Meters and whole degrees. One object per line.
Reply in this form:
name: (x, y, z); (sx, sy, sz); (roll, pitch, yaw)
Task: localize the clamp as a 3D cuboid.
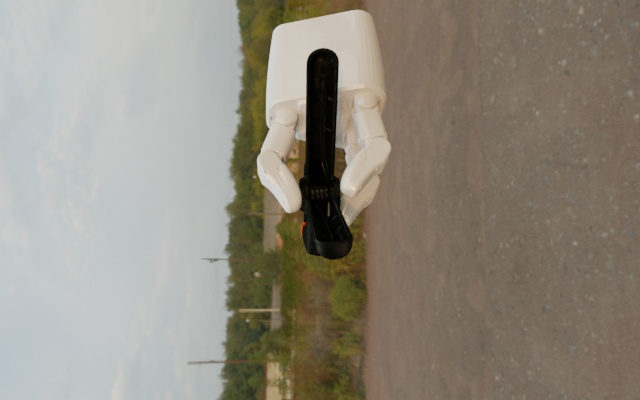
clamp: (-0.001, 0.001, 0.416); (0.036, 0.164, 0.210); (0, -29, -4)
